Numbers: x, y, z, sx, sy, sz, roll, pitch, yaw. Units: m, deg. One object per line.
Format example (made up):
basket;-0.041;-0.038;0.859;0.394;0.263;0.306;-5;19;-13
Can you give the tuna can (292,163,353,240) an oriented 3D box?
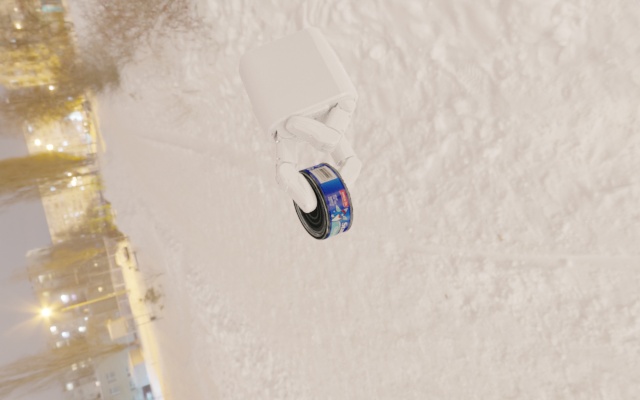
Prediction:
tuna can;0.000;0.002;0.551;0.034;0.086;0.086;-20;9;-26
